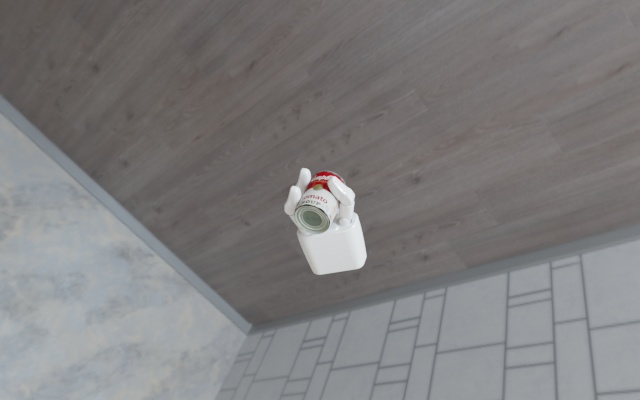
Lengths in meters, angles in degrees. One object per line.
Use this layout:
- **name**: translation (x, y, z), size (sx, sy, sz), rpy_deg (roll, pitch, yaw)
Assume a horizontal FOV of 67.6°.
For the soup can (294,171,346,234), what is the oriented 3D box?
- **soup can**: translation (0.000, 0.003, 0.861), size (0.068, 0.068, 0.102), rpy_deg (0, 39, 24)
